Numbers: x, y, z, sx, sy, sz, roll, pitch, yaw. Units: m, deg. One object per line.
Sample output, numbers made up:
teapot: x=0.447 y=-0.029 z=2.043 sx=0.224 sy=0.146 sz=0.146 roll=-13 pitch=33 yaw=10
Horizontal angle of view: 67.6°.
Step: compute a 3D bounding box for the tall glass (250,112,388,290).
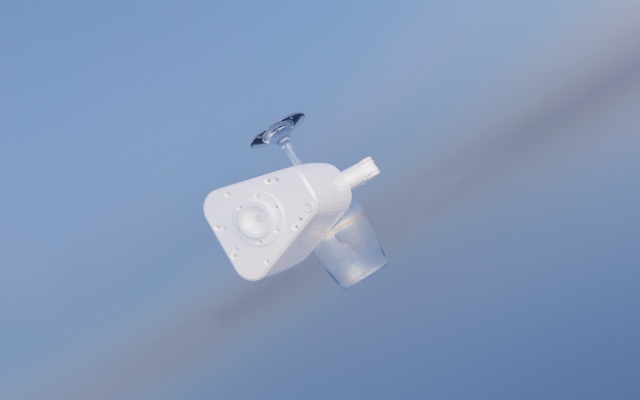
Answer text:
tall glass: x=0.000 y=0.001 z=0.555 sx=0.079 sy=0.201 sz=0.079 roll=-31 pitch=-6 yaw=-3
